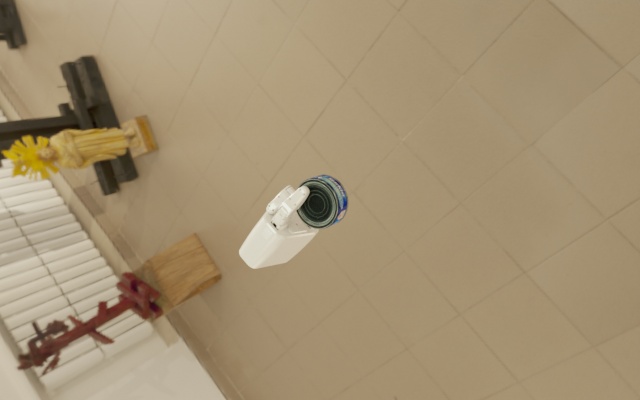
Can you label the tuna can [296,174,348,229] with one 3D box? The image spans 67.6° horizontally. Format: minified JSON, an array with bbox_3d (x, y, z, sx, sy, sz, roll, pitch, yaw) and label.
[{"bbox_3d":[0.000,0.003,0.777,0.086,0.086,0.033,0,12,31],"label":"tuna can"}]
